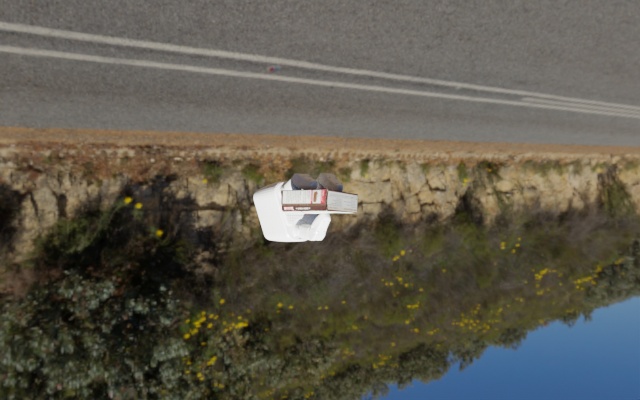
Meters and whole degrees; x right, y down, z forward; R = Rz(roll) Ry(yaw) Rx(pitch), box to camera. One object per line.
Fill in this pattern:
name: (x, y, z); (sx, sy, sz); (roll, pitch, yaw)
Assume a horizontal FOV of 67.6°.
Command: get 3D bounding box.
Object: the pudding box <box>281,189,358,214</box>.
pudding box: (0.000, 0.003, 0.805); (0.090, 0.039, 0.113); (-2, -3, 30)
